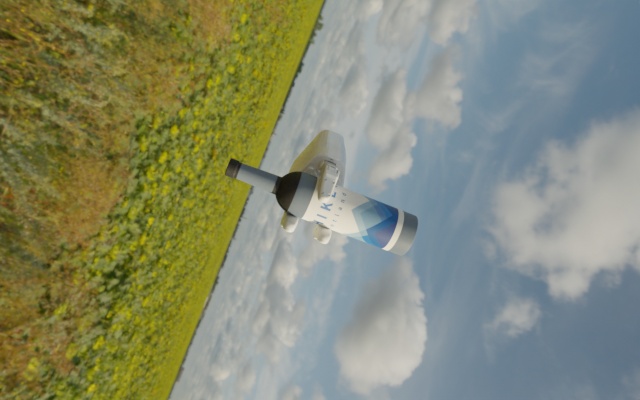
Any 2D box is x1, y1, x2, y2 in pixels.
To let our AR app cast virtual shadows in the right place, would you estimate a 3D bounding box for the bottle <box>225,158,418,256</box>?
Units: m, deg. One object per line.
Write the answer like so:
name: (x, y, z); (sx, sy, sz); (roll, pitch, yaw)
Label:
bottle: (0.000, 0.002, 0.721); (0.296, 0.069, 0.069); (21, -3, -8)
